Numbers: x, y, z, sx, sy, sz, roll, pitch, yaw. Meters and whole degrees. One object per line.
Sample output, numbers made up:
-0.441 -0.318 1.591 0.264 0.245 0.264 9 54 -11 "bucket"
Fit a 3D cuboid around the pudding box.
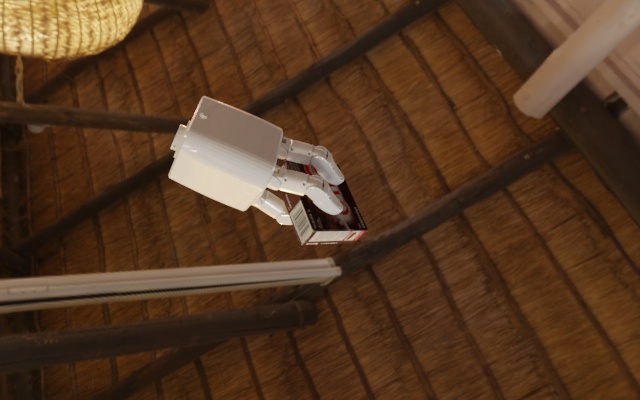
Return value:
0.000 0.002 0.621 0.090 0.113 0.039 1 -34 -37 "pudding box"
